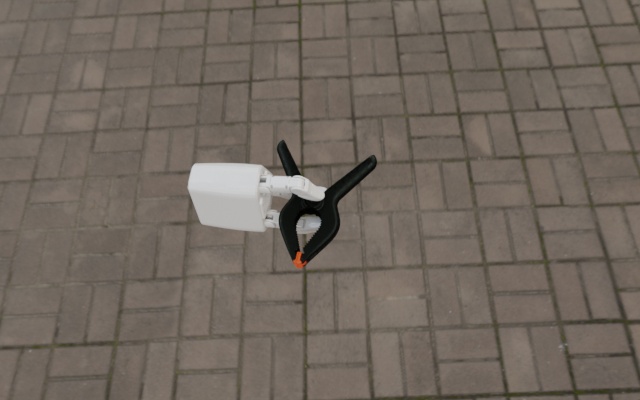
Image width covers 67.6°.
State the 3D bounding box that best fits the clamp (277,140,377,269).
[{"bbox_3d":[0.000,0.003,0.739,0.164,0.210,0.036,4,-23,8],"label":"clamp"}]
